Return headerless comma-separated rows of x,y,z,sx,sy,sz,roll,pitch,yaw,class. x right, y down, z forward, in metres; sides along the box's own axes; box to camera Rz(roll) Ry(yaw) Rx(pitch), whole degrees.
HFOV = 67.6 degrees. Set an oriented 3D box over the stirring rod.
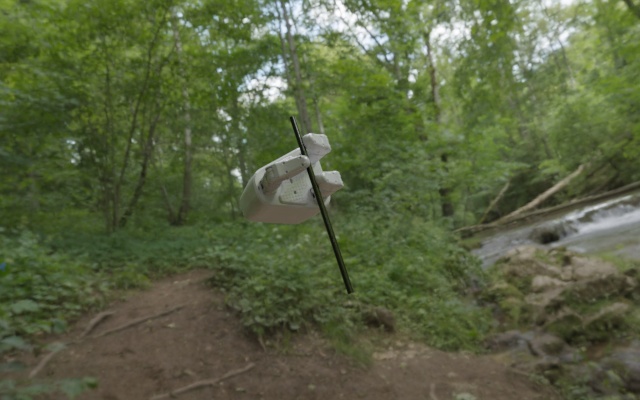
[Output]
0.000,0.002,0.609,0.011,0.239,0.011,-18,-10,-3,stirring rod
